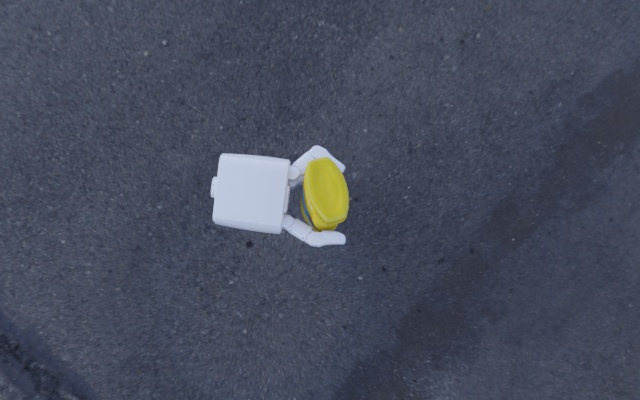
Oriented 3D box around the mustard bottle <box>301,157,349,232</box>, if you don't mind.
[{"bbox_3d":[0.000,0.002,0.757,0.058,0.096,0.192,-17,-9,-9],"label":"mustard bottle"}]
